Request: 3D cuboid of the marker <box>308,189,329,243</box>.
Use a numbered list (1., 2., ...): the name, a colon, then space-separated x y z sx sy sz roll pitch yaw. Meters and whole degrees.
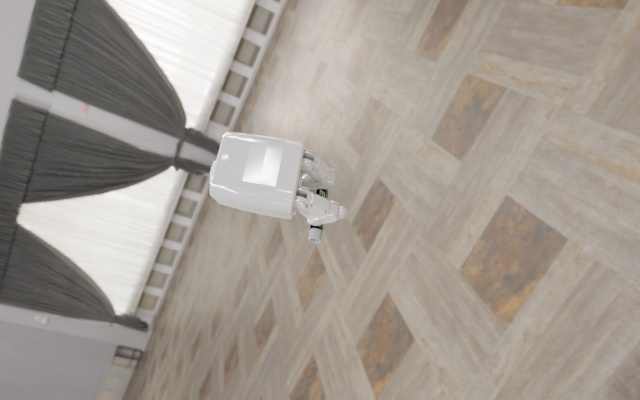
1. marker: 0.000 0.002 0.683 0.020 0.121 0.020 7 -26 3
